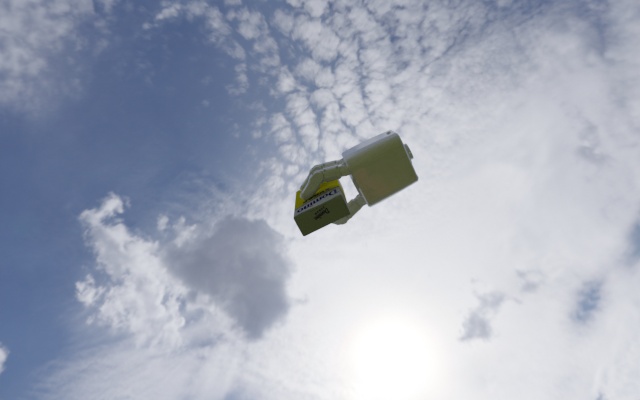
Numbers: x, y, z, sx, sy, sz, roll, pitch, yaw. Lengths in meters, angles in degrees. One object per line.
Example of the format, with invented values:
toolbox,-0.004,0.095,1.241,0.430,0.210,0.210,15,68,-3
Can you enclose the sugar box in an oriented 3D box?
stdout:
sugar box,0.000,0.002,0.884,0.093,0.048,0.176,-26,12,5
